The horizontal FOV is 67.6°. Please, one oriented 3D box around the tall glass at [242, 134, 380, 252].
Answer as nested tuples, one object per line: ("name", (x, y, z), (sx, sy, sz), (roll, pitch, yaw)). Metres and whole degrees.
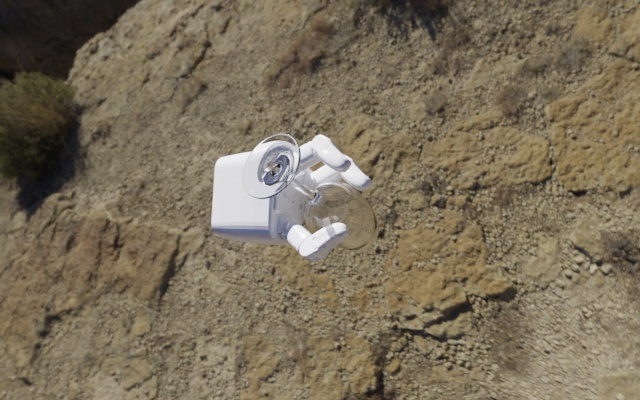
("tall glass", (0.000, 0.002, 0.565), (0.079, 0.079, 0.201), (0, -22, 35))
